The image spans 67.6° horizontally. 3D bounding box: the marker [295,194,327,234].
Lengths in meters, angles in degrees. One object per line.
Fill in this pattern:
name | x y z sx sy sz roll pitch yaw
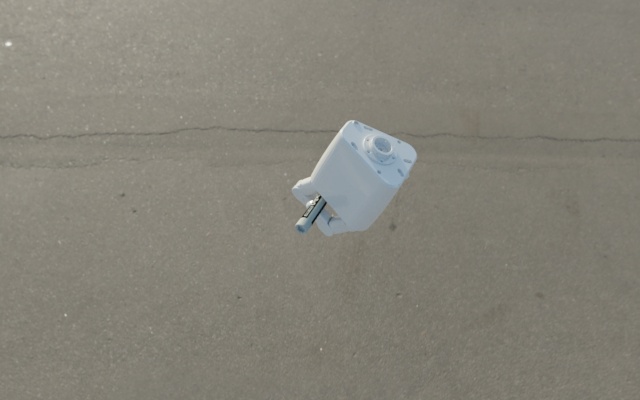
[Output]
marker | 0.000 0.002 0.687 0.020 0.020 0.121 0 38 35
